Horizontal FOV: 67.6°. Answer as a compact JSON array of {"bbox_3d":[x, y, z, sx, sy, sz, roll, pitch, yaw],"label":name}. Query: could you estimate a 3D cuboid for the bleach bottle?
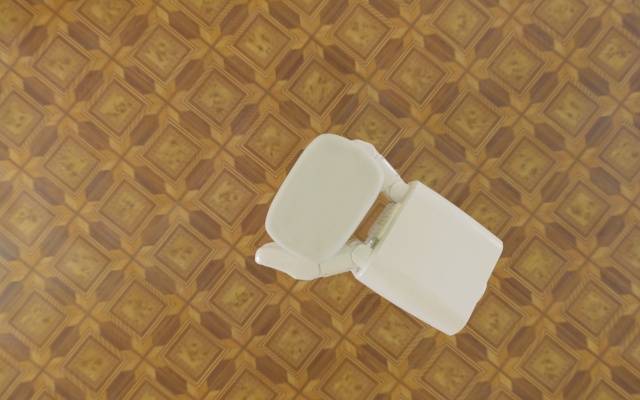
[{"bbox_3d":[0.000,0.002,0.488,0.068,0.102,0.251,34,-1,0],"label":"bleach bottle"}]
